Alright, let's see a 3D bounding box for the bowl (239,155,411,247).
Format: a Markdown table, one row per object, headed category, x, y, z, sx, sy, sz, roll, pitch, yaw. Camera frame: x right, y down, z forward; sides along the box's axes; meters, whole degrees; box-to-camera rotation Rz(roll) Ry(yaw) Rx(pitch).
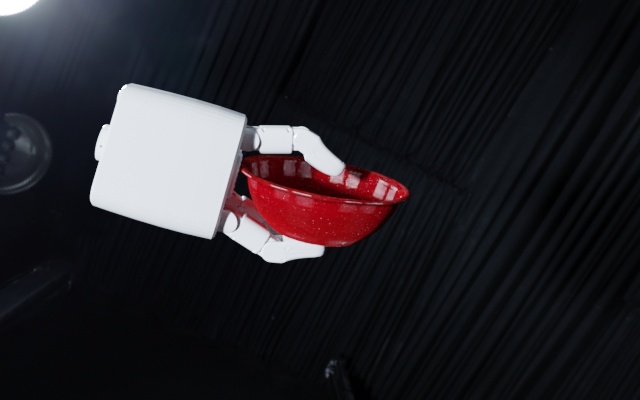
| category | x | y | z | sx | sy | sz | roll | pitch | yaw |
| --- | --- | --- | --- | --- | --- | --- | --- | --- | --- |
| bowl | 0.001 | 0.002 | 0.454 | 0.162 | 0.055 | 0.162 | 9 | 15 | -2 |
